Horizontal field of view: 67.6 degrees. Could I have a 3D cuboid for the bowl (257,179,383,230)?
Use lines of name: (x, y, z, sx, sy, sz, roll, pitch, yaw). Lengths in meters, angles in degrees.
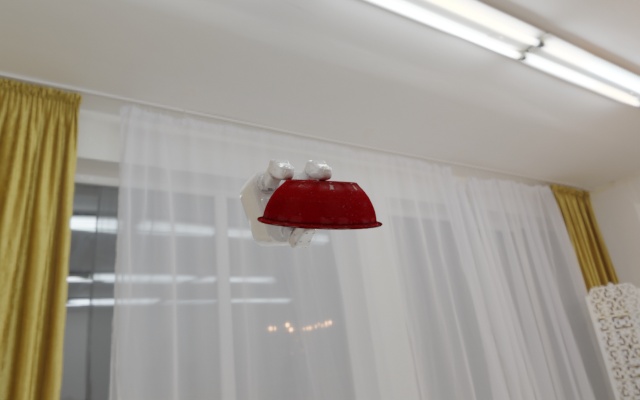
bowl: (0.001, 0.002, 0.616, 0.162, 0.055, 0.162, 3, 3, 0)
